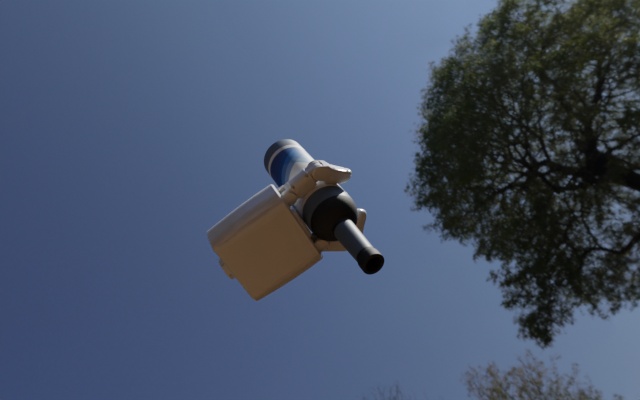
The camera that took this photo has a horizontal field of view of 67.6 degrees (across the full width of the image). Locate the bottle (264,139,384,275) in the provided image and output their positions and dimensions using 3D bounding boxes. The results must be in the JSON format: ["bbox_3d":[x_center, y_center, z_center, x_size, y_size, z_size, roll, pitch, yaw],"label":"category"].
[{"bbox_3d":[0.000,0.002,0.636,0.069,0.069,0.295,0,27,-26],"label":"bottle"}]
